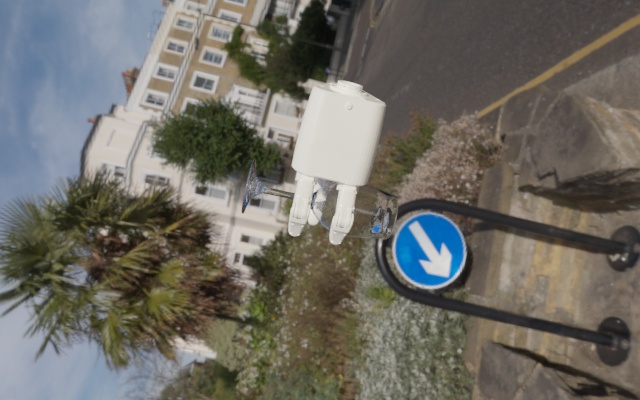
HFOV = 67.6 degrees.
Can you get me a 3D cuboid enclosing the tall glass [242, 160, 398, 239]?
[{"bbox_3d":[-0.001,0.002,0.647,0.201,0.079,0.079,13,-1,-5],"label":"tall glass"}]
